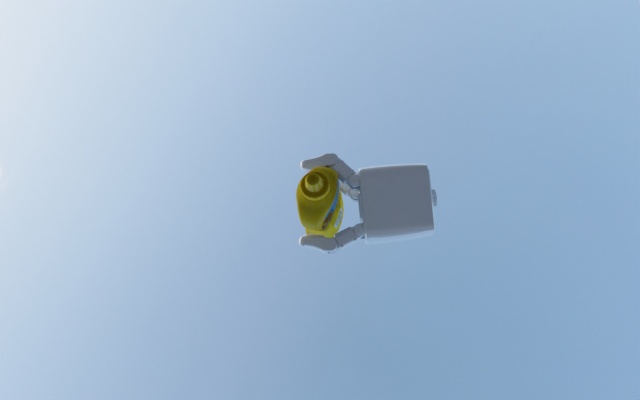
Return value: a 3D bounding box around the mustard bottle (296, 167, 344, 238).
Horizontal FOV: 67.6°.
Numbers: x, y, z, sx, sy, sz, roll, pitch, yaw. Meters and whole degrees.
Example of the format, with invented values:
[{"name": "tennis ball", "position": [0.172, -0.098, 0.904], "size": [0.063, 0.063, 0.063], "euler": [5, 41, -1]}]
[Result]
[{"name": "mustard bottle", "position": [0.000, 0.002, 0.732], "size": [0.058, 0.096, 0.192], "euler": [17, -16, 11]}]
